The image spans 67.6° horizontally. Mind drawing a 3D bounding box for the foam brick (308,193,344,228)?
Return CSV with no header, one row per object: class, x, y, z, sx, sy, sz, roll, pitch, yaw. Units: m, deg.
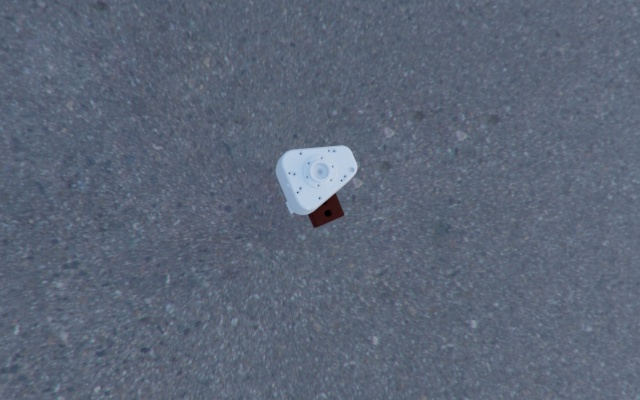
foam brick,0.000,0.003,0.823,0.053,0.078,0.051,-23,0,-9
